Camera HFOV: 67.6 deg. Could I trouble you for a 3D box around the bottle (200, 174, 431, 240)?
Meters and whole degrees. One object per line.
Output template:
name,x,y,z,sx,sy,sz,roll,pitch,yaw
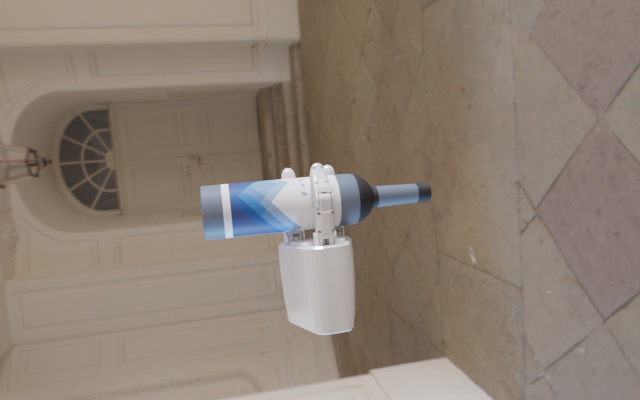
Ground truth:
bottle,0.000,0.002,0.612,0.296,0.069,0.069,-5,1,-11
